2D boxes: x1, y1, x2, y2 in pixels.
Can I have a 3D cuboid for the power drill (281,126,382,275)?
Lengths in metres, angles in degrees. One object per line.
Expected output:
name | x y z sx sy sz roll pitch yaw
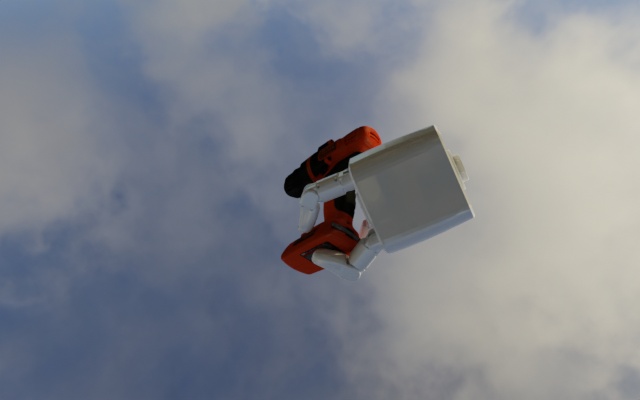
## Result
power drill | 0.000 0.002 0.650 0.057 0.187 0.184 32 -42 -28
